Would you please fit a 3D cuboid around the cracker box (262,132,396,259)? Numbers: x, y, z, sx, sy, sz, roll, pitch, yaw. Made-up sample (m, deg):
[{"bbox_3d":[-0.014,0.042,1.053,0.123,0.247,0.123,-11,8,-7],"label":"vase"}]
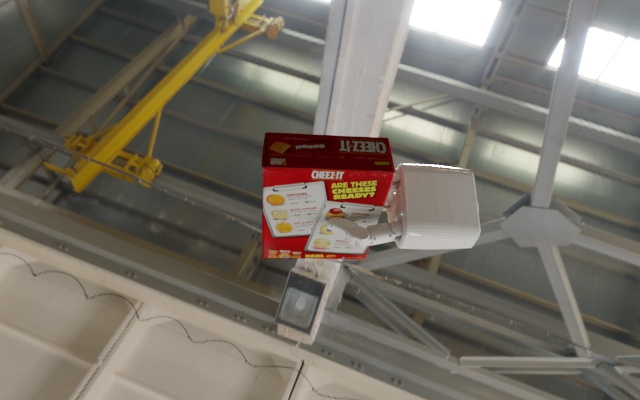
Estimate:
[{"bbox_3d":[0.000,0.002,0.674,0.164,0.072,0.214,1,-38,-6],"label":"cracker box"}]
